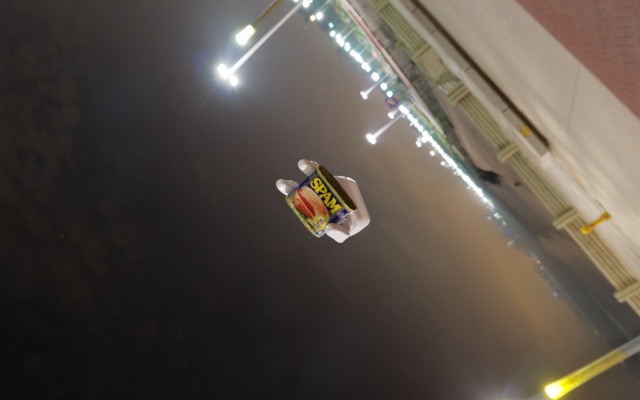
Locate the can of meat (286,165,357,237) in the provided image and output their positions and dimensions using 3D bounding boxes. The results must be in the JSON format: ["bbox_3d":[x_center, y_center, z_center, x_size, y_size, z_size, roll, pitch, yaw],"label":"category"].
[{"bbox_3d":[0.000,0.003,0.851,0.084,0.102,0.057,-40,-7,17],"label":"can of meat"}]
